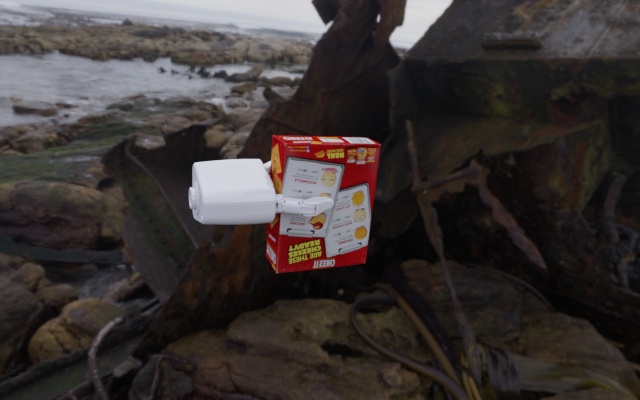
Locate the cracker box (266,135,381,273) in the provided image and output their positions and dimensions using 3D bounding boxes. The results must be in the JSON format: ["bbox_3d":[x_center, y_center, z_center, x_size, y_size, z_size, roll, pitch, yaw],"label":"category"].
[{"bbox_3d":[0.000,0.002,0.785,0.164,0.214,0.072,-3,21,-22],"label":"cracker box"}]
